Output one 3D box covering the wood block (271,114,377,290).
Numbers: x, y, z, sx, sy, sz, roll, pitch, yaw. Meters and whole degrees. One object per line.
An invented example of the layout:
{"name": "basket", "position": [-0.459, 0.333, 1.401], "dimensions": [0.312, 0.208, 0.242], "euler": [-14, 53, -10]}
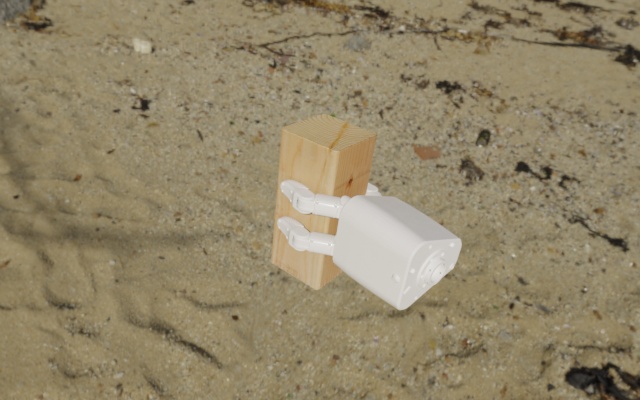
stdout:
{"name": "wood block", "position": [0.001, 0.002, 0.643], "dimensions": [0.090, 0.206, 0.091], "euler": [26, 34, 29]}
